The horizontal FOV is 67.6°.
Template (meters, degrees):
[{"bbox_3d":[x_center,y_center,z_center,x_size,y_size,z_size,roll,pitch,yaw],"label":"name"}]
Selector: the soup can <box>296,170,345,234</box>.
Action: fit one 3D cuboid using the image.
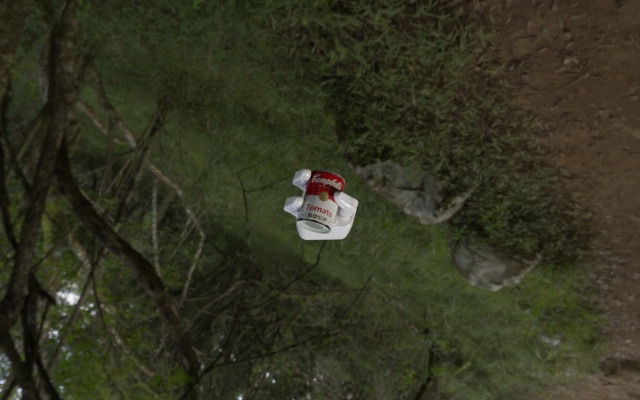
[{"bbox_3d":[0.000,0.003,0.884,0.068,0.102,0.068,15,-19,5],"label":"soup can"}]
